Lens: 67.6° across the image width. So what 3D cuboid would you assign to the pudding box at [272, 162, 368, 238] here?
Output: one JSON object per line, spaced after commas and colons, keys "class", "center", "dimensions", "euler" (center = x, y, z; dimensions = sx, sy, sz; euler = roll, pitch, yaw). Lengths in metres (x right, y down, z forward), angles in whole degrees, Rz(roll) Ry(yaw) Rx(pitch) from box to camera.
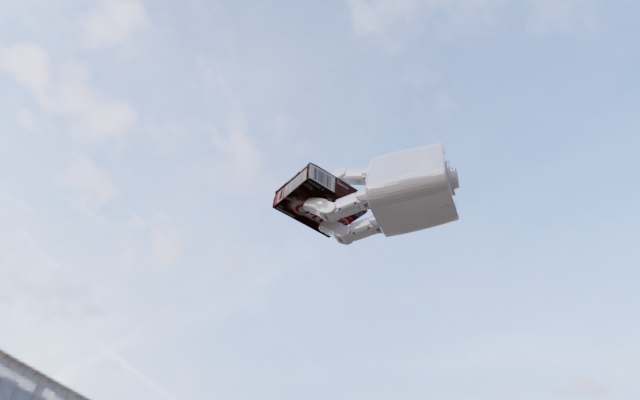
{"class": "pudding box", "center": [0.000, 0.002, 0.710], "dimensions": [0.113, 0.039, 0.090], "euler": [31, -48, -25]}
